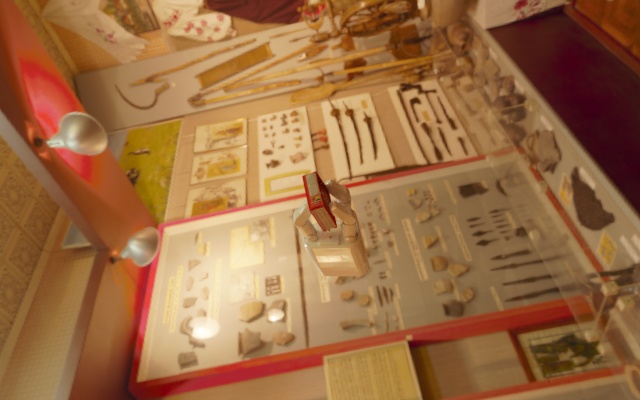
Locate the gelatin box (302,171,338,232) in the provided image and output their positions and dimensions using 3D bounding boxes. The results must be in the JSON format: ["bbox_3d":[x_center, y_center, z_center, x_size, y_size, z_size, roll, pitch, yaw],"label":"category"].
[{"bbox_3d":[0.000,0.003,0.837,0.030,0.073,0.089,-18,-32,10],"label":"gelatin box"}]
